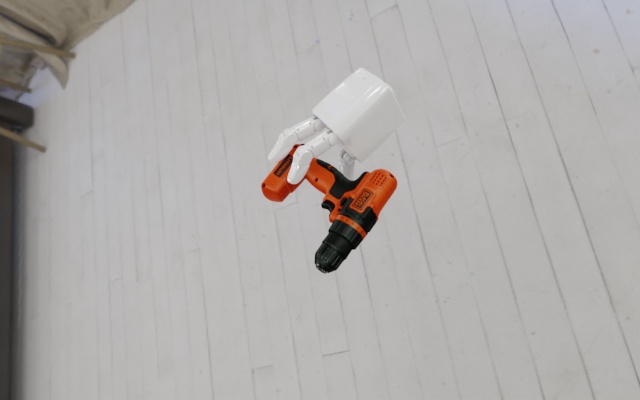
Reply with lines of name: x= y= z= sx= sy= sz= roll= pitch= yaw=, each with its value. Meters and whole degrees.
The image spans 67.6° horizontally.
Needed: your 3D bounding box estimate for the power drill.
power drill: x=0.000 y=0.002 z=0.744 sx=0.187 sy=0.184 sz=0.057 roll=29 pitch=-20 yaw=27
